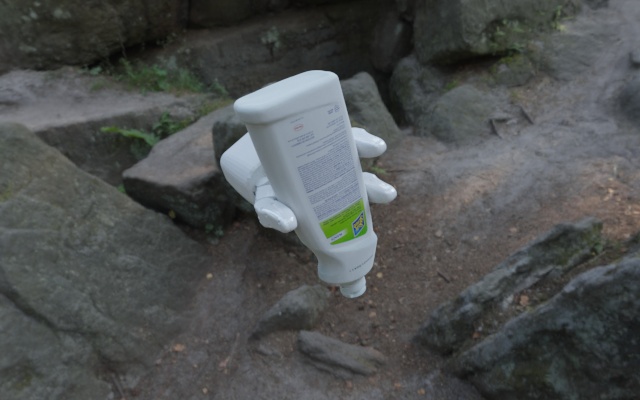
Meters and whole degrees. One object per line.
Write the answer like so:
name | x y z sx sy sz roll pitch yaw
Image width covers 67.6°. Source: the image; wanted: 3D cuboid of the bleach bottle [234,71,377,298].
bleach bottle | 0.000 0.002 0.499 0.102 0.251 0.068 -28 29 -20
